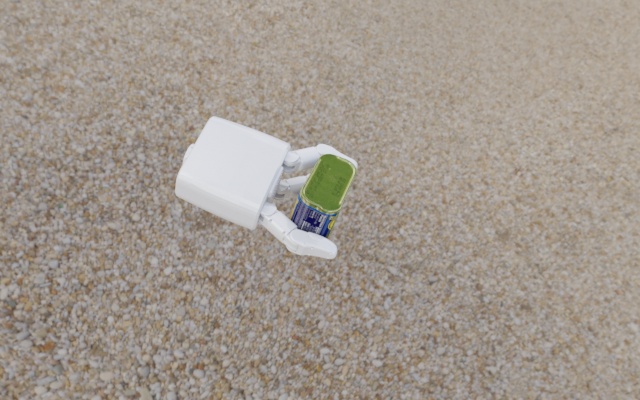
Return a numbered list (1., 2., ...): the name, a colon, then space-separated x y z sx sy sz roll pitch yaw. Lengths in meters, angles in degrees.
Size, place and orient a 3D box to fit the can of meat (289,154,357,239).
1. can of meat: 0.000 0.002 0.597 0.057 0.102 0.084 25 -44 1
